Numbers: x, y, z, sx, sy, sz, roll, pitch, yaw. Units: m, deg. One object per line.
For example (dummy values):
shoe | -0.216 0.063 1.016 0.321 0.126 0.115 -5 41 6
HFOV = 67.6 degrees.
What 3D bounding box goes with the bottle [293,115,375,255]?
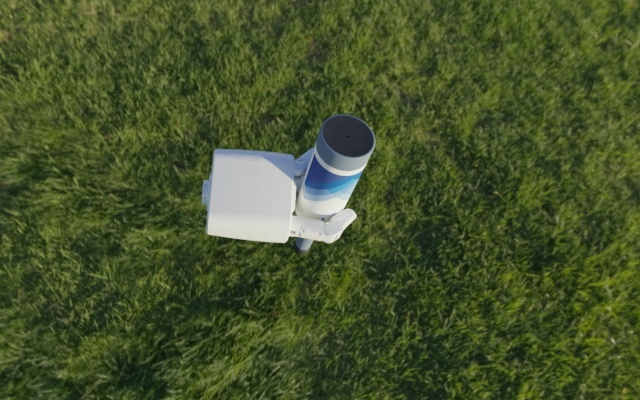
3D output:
bottle | 0.000 0.002 0.674 0.069 0.069 0.296 0 -32 -15
